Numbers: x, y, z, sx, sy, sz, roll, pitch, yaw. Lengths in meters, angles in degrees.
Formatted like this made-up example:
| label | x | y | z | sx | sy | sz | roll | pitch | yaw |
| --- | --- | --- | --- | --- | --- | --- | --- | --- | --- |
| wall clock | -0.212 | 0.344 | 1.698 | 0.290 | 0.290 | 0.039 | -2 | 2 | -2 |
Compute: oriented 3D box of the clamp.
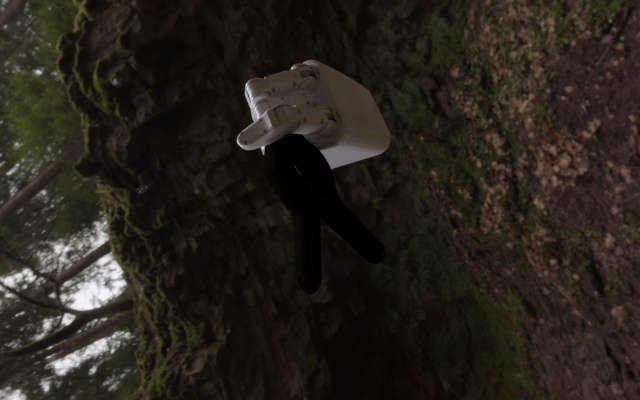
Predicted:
| label | x | y | z | sx | sy | sz | roll | pitch | yaw |
| --- | --- | --- | --- | --- | --- | --- | --- | --- | --- |
| clamp | 0.000 | 0.002 | 0.465 | 0.039 | 0.171 | 0.120 | -30 | -20 | 34 |
